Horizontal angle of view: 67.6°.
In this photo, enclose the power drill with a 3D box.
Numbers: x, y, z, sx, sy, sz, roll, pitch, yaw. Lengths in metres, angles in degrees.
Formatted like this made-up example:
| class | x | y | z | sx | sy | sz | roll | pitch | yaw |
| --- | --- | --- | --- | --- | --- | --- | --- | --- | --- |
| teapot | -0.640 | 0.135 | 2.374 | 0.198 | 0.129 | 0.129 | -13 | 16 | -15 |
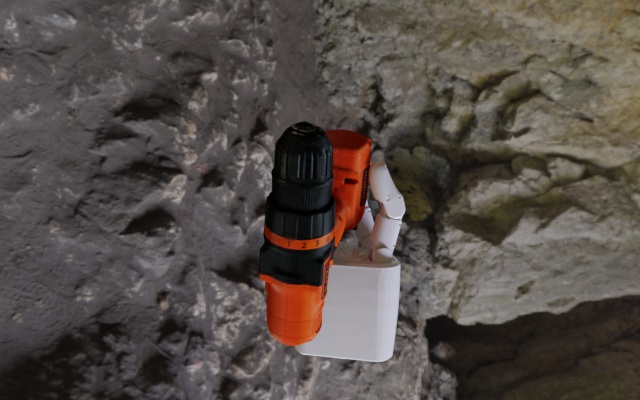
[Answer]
| class | x | y | z | sx | sy | sz | roll | pitch | yaw |
| --- | --- | --- | --- | --- | --- | --- | --- | --- | --- |
| power drill | 0.000 | 0.001 | 0.416 | 0.057 | 0.184 | 0.187 | 13 | 29 | 12 |
